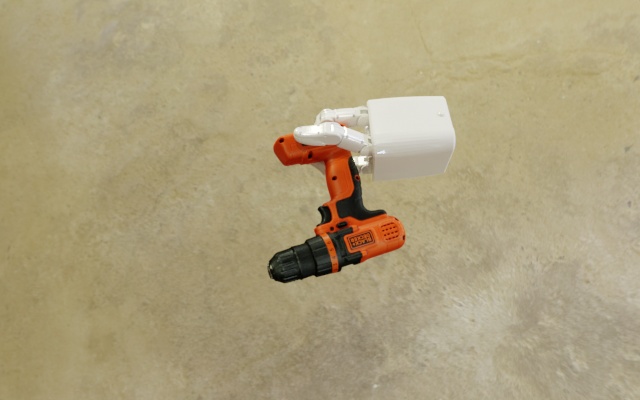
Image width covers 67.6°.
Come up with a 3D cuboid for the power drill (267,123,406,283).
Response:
[{"bbox_3d":[0.000,0.002,0.624,0.184,0.187,0.057,-15,-13,-17],"label":"power drill"}]
